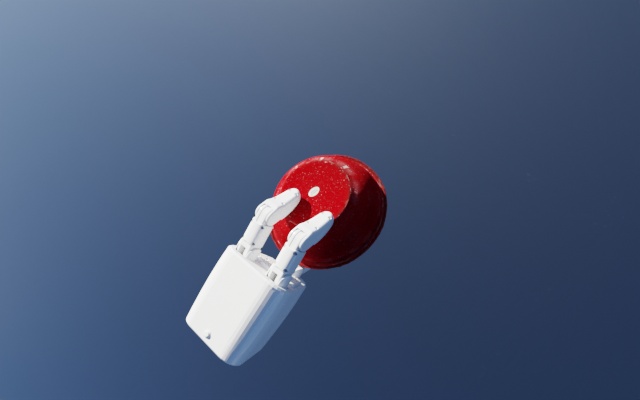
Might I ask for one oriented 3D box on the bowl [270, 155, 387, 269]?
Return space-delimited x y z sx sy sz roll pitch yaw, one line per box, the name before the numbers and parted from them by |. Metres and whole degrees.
bowl | 0.001 0.001 0.603 0.162 0.162 0.055 0 -24 19
